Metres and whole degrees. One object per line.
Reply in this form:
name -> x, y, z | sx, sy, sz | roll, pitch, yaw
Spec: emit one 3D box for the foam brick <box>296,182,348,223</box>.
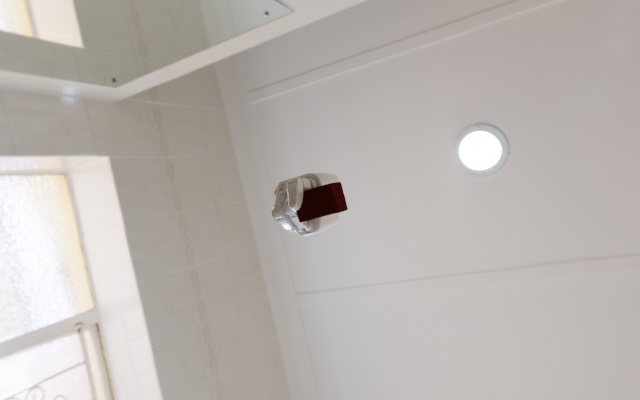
foam brick -> 0.000, 0.003, 0.832 | 0.078, 0.053, 0.051 | -15, -2, 25
